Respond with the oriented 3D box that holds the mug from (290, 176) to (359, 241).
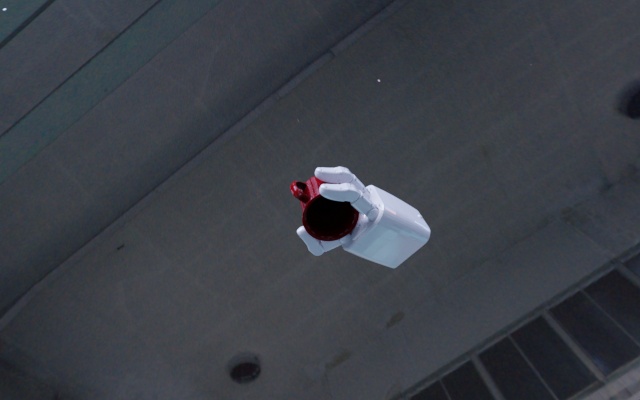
[{"bbox_3d":[-0.001,0.002,0.790,0.117,0.093,0.081,26,20,-22],"label":"mug"}]
